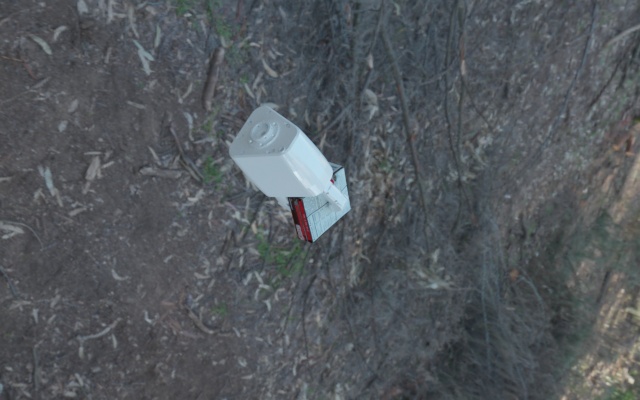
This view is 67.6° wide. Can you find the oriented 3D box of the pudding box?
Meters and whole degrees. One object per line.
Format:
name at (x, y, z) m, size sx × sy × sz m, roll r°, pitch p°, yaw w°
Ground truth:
pudding box at (0.000, 0.003, 0.788) m, size 0.039 × 0.090 × 0.113 m, roll 18°, pitch 42°, yaw 38°
